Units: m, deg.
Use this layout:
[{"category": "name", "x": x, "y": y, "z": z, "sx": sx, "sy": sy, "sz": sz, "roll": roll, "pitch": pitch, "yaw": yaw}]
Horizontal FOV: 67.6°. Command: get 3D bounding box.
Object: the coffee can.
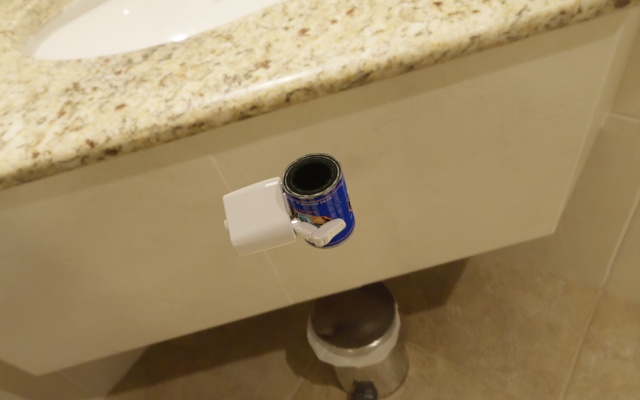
[{"category": "coffee can", "x": 0.000, "y": 0.003, "z": 0.828, "sx": 0.103, "sy": 0.102, "sz": 0.140, "roll": 0, "pitch": -40, "yaw": 16}]
